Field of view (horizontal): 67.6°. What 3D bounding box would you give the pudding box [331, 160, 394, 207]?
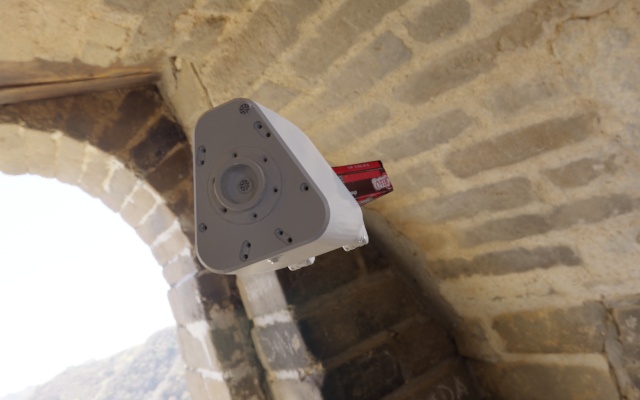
[{"bbox_3d":[0.000,0.001,0.459,0.113,0.039,0.090,-26,-9,39],"label":"pudding box"}]
